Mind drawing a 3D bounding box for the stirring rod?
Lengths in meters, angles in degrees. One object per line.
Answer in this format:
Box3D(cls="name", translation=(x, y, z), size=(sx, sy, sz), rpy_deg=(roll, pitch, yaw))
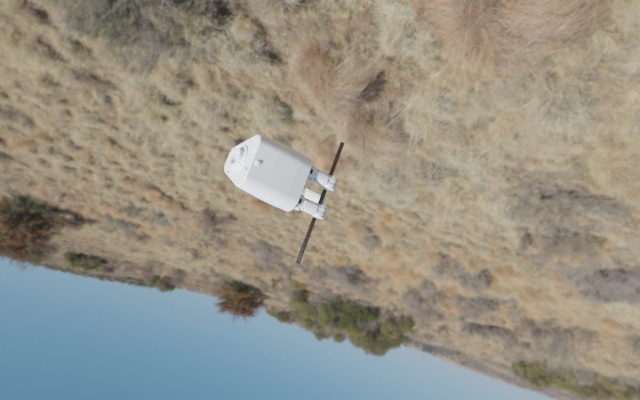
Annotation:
Box3D(cls="stirring rod", translation=(0.000, 0.003, 0.883), size=(0.011, 0.239, 0.011), rpy_deg=(20, -7, 3))
